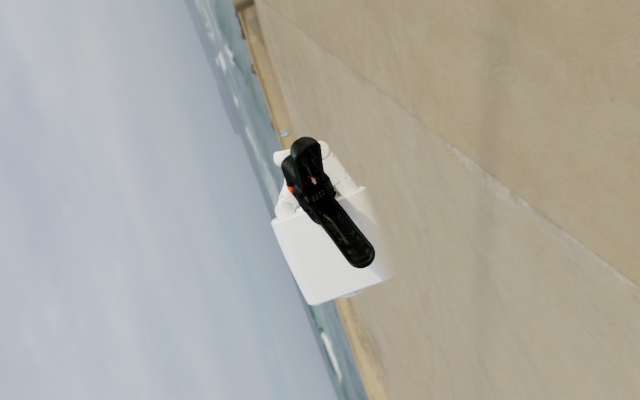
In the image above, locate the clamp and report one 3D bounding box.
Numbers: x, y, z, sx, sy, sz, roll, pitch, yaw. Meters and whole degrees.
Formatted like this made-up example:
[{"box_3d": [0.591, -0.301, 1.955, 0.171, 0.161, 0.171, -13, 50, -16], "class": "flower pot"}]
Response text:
[{"box_3d": [-0.001, 0.002, 0.452, 0.039, 0.120, 0.171, -24, 6, -6], "class": "clamp"}]
